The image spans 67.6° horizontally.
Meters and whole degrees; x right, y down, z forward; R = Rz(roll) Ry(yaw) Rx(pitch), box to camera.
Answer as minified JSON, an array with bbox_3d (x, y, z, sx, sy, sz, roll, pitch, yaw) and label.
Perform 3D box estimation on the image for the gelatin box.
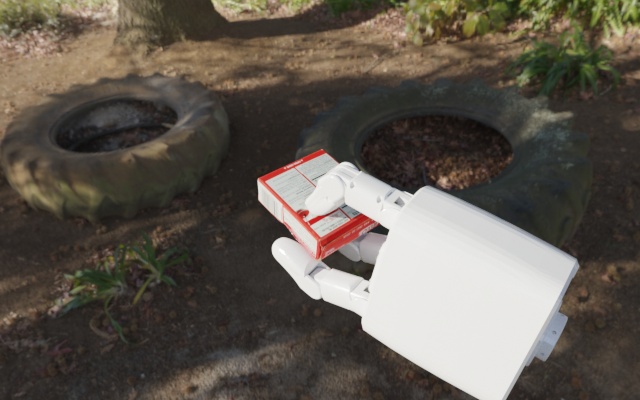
[{"bbox_3d":[0.000,0.001,0.413,0.073,0.030,0.089,-28,55,-29],"label":"gelatin box"}]
